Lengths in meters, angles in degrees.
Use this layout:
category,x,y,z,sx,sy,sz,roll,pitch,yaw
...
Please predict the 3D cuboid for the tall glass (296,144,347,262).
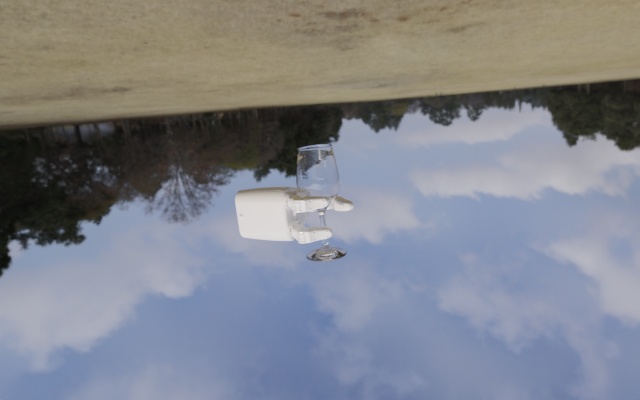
category,x,y,z,sx,sy,sz,roll,pitch,yaw
tall glass,0.000,0.003,0.852,0.079,0.201,0.079,-6,13,1
